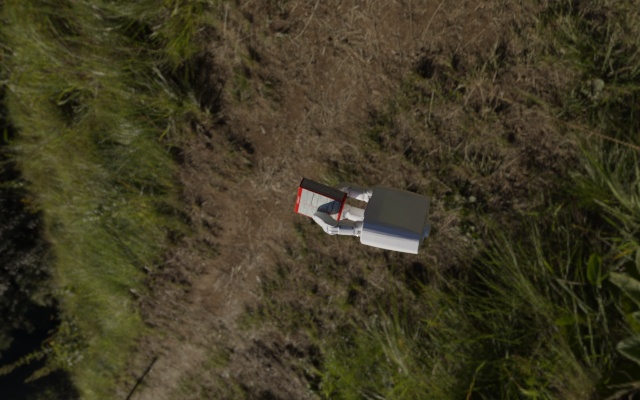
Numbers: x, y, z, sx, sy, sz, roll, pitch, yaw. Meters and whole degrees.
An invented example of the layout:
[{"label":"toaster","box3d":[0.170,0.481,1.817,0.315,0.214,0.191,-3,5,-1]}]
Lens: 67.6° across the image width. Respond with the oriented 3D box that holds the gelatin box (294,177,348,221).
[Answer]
[{"label":"gelatin box","box3d":[0.000,0.003,0.897,0.089,0.030,0.073,19,-41,5]}]
